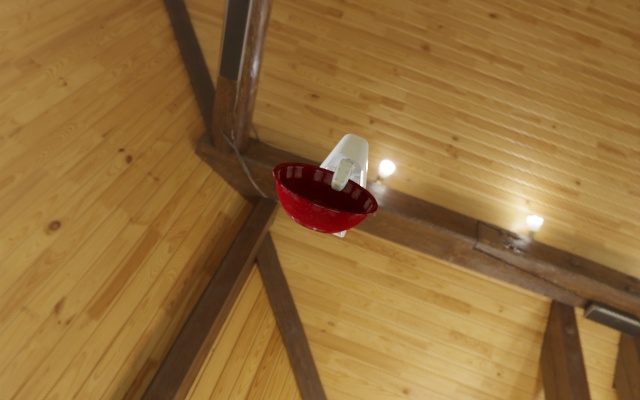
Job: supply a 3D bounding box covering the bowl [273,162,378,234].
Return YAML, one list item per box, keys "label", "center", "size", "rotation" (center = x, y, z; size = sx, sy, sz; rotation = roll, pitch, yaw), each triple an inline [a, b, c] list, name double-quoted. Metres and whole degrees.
- label: "bowl"
  center: [-0.001, 0.003, 0.702]
  size: [0.162, 0.055, 0.162]
  rotation: [18, 21, -7]
